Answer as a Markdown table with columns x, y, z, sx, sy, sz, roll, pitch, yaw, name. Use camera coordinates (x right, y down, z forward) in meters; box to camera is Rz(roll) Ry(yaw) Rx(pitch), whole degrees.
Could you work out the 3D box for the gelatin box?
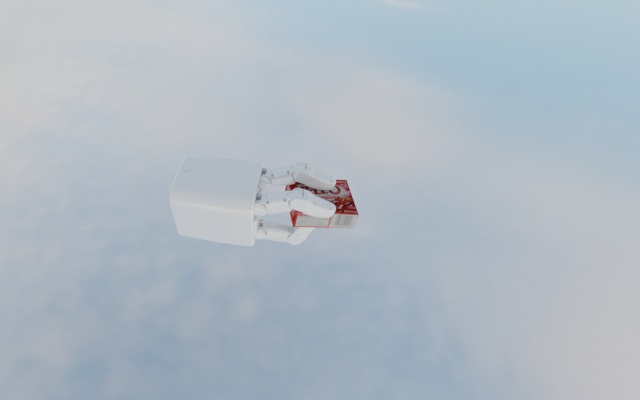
| x | y | z | sx | sy | sz | roll | pitch | yaw | name |
| --- | --- | --- | --- | --- | --- | --- | --- | --- | --- |
| 0.000 | 0.003 | 0.653 | 0.089 | 0.030 | 0.073 | 2 | 41 | -16 | gelatin box |
